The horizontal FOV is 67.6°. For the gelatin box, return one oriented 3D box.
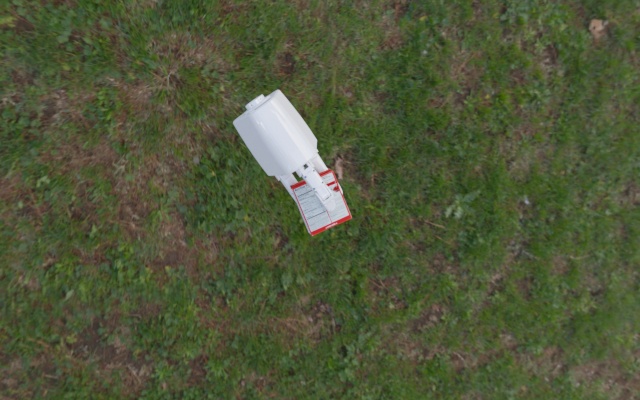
[{"bbox_3d":[0.000,0.003,0.780,0.073,0.089,0.030,-24,11,-8],"label":"gelatin box"}]
